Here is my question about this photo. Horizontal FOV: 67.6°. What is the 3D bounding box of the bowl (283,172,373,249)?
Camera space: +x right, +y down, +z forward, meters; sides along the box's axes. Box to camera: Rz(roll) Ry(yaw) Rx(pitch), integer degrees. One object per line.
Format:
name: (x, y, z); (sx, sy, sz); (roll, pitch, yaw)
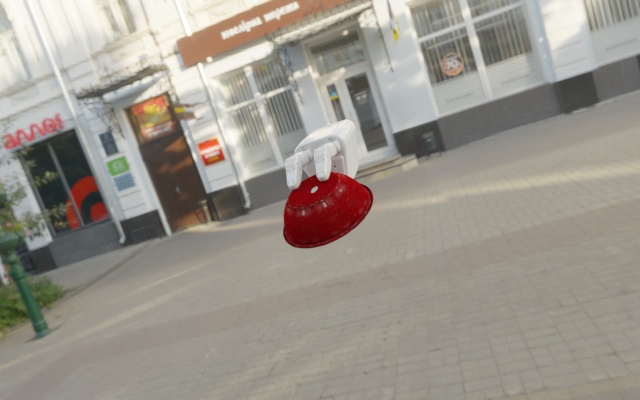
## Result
bowl: (0.000, 0.003, 0.763); (0.162, 0.055, 0.162); (-22, 30, 13)
